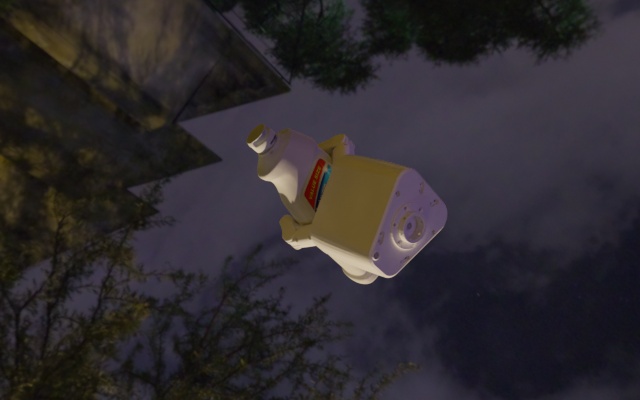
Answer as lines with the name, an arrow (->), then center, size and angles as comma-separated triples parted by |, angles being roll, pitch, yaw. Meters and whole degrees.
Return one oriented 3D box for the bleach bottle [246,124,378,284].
bleach bottle -> 0.000, 0.002, 0.603 | 0.251, 0.102, 0.068 | 42, -13, -33
